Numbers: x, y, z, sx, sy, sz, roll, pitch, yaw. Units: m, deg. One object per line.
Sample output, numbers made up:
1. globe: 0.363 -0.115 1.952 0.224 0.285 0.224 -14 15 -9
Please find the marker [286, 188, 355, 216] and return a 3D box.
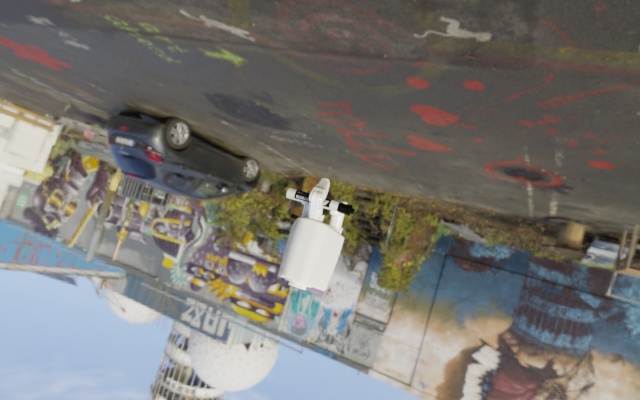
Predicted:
1. marker: 0.000 0.003 0.818 0.121 0.020 0.020 16 3 12
